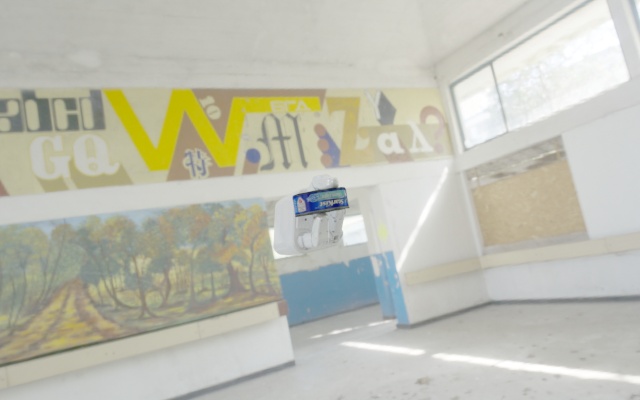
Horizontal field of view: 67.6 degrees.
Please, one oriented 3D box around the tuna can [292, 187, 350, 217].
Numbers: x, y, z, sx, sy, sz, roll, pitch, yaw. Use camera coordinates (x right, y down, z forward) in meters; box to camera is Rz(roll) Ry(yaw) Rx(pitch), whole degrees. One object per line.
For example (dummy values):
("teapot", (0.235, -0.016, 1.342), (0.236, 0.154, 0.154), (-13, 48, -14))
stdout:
("tuna can", (0.000, 0.002, 0.736), (0.086, 0.034, 0.086), (-9, -3, 0))
